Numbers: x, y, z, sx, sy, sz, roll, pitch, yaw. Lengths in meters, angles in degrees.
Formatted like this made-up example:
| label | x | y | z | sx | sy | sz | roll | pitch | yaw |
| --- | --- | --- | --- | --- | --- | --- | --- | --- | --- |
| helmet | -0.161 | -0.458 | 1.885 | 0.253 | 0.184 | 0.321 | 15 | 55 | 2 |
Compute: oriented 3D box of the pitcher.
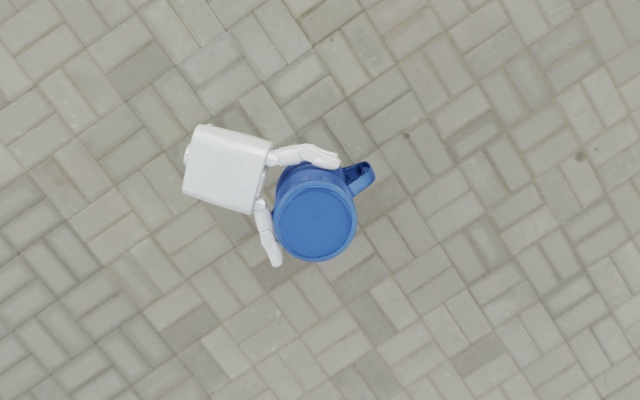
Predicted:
| label | x | y | z | sx | sy | sz | roll | pitch | yaw |
| --- | --- | --- | --- | --- | --- | --- | --- | --- | --- |
| pitcher | 0.000 | 0.002 | 0.715 | 0.145 | 0.149 | 0.243 | 17 | 9 | -4 |
